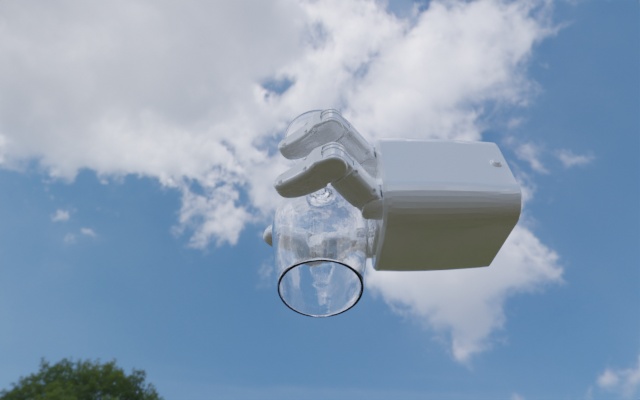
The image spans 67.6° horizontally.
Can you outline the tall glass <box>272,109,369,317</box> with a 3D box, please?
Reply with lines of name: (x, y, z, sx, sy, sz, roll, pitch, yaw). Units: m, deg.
tall glass: (0.000, 0.001, 0.414, 0.079, 0.079, 0.200, 0, 39, 0)
